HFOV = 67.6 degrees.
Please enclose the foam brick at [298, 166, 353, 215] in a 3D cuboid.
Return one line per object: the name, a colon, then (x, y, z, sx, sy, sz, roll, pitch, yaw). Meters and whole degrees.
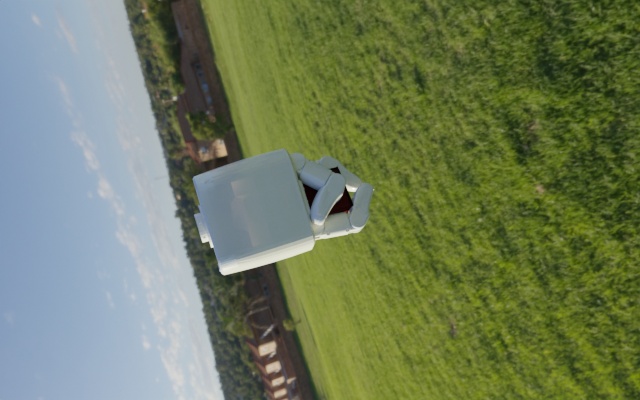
foam brick: (0.000, 0.002, 0.574, 0.051, 0.053, 0.078, -17, -16, -14)
